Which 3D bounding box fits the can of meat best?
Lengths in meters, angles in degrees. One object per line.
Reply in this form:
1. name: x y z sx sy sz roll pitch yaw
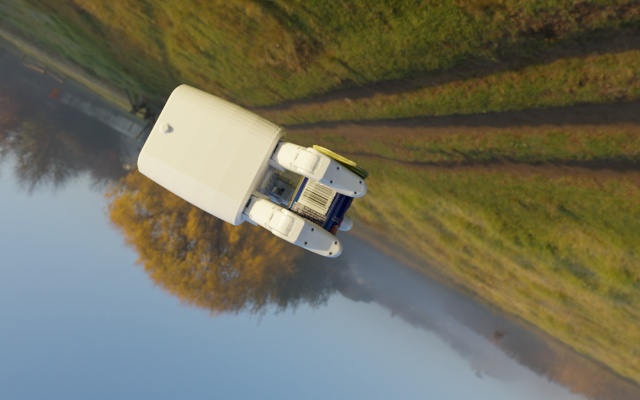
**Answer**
1. can of meat: 0.000 0.002 0.462 0.057 0.084 0.102 27 -3 1
